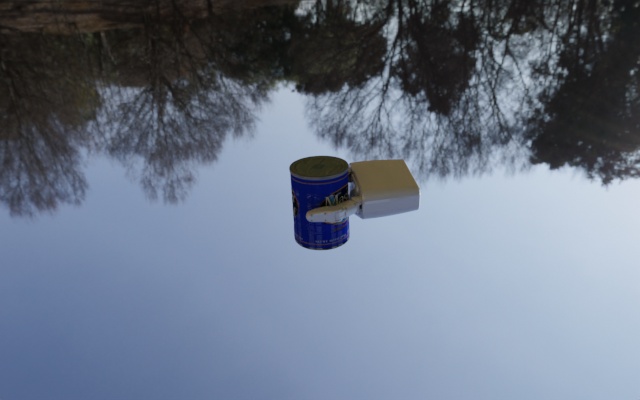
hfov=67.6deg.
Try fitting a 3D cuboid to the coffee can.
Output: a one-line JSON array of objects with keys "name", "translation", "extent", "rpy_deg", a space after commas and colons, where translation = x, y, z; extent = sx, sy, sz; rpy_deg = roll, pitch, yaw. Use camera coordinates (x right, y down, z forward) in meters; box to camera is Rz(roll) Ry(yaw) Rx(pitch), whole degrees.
[{"name": "coffee can", "translation": [0.000, 0.003, 0.851], "extent": [0.103, 0.140, 0.102], "rpy_deg": [-2, 25, 1]}]
